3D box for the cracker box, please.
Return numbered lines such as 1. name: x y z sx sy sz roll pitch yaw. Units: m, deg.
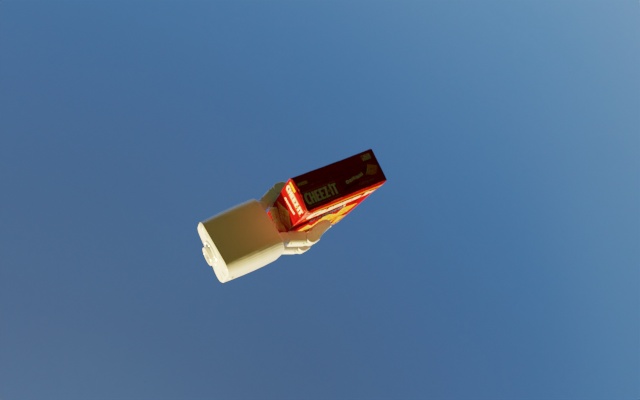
1. cracker box: 0.000 0.003 0.865 0.164 0.072 0.214 -23 -11 -25
